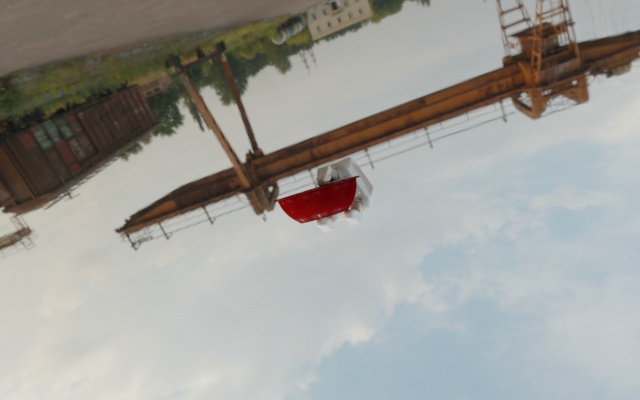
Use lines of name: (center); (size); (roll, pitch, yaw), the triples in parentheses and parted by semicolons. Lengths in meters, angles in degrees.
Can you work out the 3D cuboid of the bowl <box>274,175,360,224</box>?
bowl: (0.000, 0.003, 0.860); (0.162, 0.055, 0.162); (-16, 1, 0)
